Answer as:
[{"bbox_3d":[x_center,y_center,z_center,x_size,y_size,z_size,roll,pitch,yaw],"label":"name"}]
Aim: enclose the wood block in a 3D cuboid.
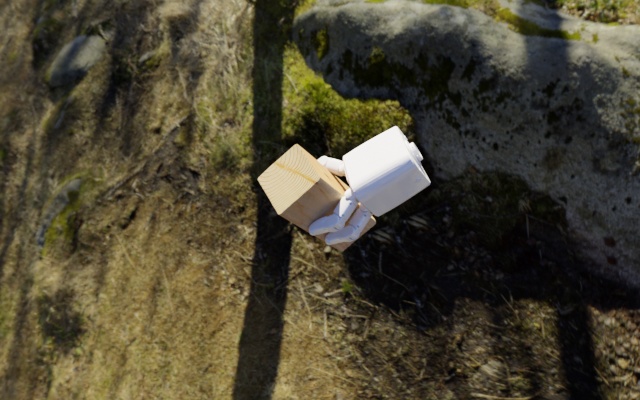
[{"bbox_3d":[0.000,0.002,0.825,0.090,0.090,0.206,-41,-37,10],"label":"wood block"}]
